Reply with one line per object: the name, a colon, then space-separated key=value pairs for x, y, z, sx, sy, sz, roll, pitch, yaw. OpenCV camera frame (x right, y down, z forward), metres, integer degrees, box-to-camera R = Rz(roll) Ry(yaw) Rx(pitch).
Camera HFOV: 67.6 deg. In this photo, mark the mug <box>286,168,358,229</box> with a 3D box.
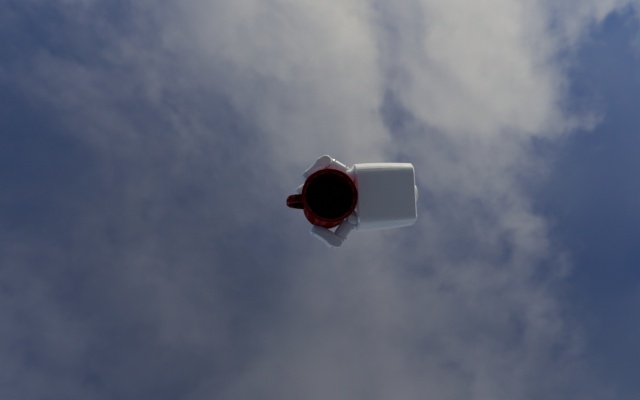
mug: x=-0.001 y=0.003 z=0.817 sx=0.117 sy=0.093 sz=0.081 roll=-4 pitch=-16 yaw=-6
